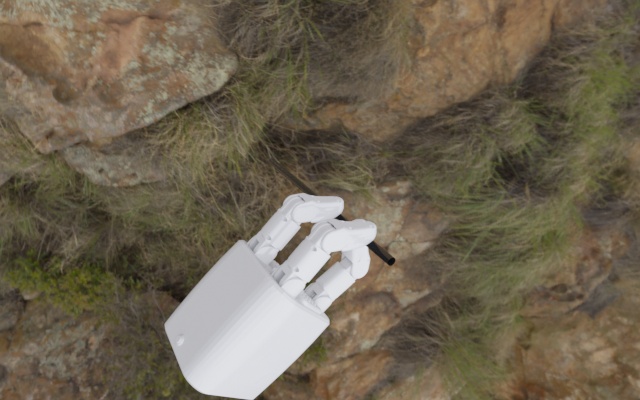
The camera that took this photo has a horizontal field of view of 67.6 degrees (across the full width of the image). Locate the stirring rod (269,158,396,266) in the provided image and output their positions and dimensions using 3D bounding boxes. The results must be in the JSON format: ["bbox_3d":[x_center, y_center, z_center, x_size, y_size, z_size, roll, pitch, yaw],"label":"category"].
[{"bbox_3d":[0.000,0.002,0.492,0.011,0.011,0.239,0,24,-33],"label":"stirring rod"}]
